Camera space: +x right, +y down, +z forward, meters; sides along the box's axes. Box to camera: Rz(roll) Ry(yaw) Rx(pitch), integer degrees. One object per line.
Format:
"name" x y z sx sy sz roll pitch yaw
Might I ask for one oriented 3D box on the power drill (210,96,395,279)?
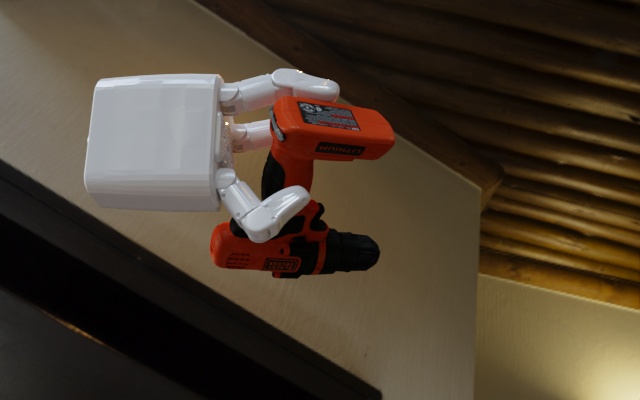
"power drill" 0.000 0.001 0.456 0.184 0.188 0.057 4 39 -24
